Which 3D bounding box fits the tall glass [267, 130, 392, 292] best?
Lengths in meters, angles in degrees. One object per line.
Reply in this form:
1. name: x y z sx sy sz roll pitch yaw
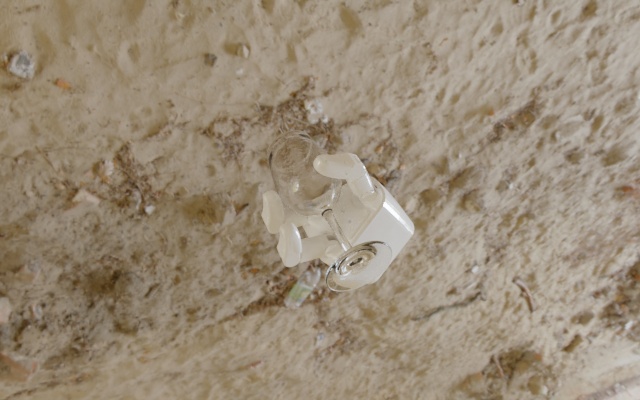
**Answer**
1. tall glass: 0.000 0.002 0.542 0.079 0.079 0.201 0 42 -32
